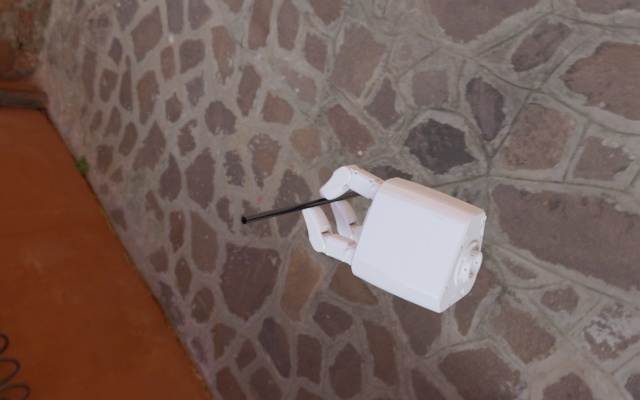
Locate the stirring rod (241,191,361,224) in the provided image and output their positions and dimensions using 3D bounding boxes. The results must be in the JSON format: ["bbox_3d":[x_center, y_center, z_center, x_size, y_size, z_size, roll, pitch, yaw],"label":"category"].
[{"bbox_3d":[0.000,0.002,0.570,0.011,0.011,0.239,0,9,40],"label":"stirring rod"}]
